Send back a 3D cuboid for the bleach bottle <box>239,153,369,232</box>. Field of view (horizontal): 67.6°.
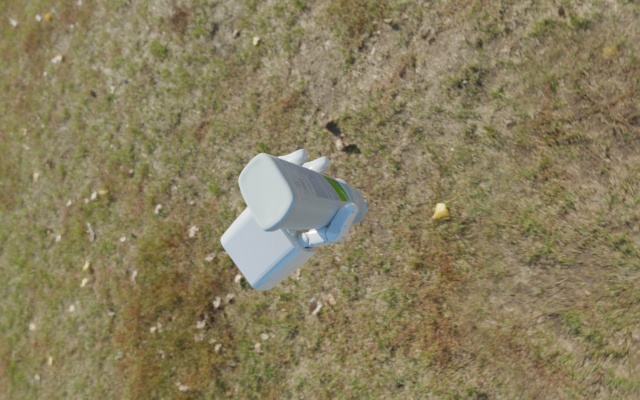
[{"bbox_3d":[0.000,0.002,0.691,0.068,0.102,0.251,-44,-29,22],"label":"bleach bottle"}]
